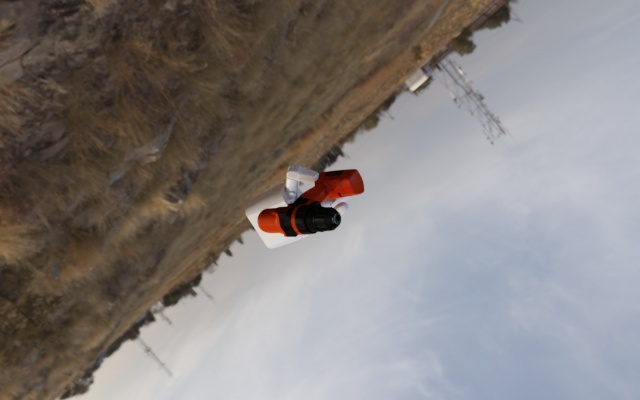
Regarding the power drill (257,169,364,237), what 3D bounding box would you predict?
[{"bbox_3d":[0.000,0.003,0.873,0.184,0.057,0.187,-2,24,41],"label":"power drill"}]
